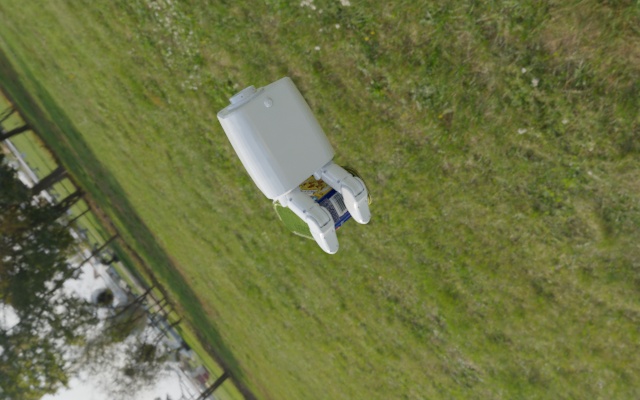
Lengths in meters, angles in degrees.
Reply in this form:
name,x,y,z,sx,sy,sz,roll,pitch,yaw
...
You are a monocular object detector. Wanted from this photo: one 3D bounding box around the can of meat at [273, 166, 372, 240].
name,x,y,z,sx,sy,sz,roll,pitch,yaw
can of meat,0.000,0.002,0.603,0.084,0.057,0.102,-39,25,-24
